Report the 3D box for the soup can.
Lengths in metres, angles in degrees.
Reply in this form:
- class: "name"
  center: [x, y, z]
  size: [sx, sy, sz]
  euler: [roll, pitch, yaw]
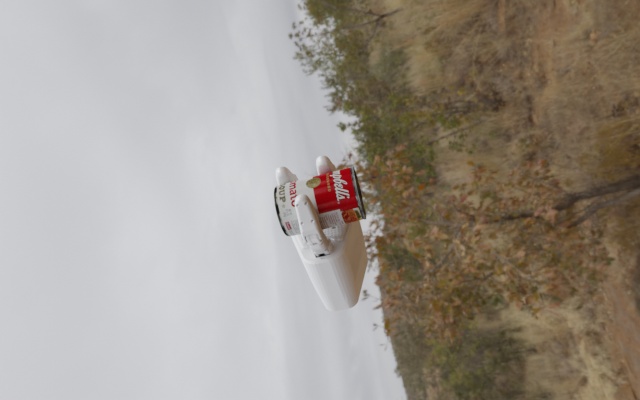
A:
- class: "soup can"
  center: [0.000, 0.002, 0.597]
  size: [0.102, 0.068, 0.068]
  euler: [-13, -2, 8]
